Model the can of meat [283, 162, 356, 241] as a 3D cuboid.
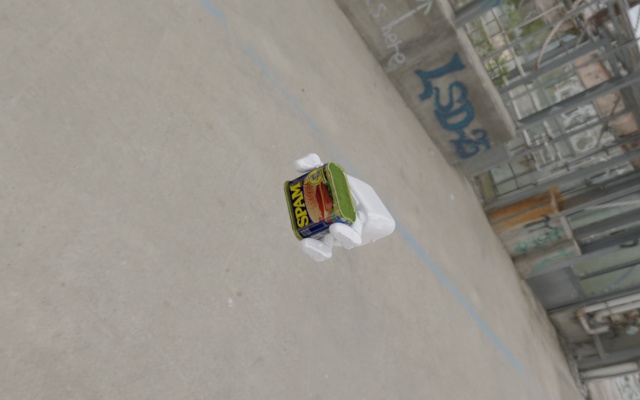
[{"bbox_3d":[0.000,0.002,0.716,0.084,0.102,0.057,-25,-24,27],"label":"can of meat"}]
